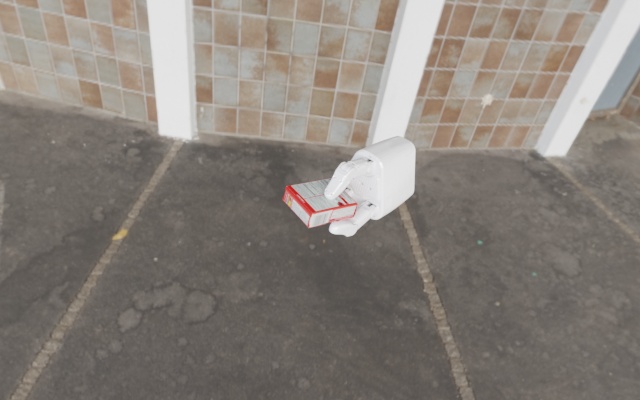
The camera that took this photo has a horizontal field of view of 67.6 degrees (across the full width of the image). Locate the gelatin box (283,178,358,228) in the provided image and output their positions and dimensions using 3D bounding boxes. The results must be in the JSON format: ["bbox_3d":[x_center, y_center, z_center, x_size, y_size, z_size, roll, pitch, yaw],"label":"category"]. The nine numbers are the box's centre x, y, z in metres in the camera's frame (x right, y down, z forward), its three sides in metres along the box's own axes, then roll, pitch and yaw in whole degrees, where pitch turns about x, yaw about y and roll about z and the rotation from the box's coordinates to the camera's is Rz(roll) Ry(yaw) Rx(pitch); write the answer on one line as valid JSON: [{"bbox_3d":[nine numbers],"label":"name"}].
[{"bbox_3d":[0.000,0.002,0.720,0.089,0.030,0.073,-12,42,-36],"label":"gelatin box"}]
